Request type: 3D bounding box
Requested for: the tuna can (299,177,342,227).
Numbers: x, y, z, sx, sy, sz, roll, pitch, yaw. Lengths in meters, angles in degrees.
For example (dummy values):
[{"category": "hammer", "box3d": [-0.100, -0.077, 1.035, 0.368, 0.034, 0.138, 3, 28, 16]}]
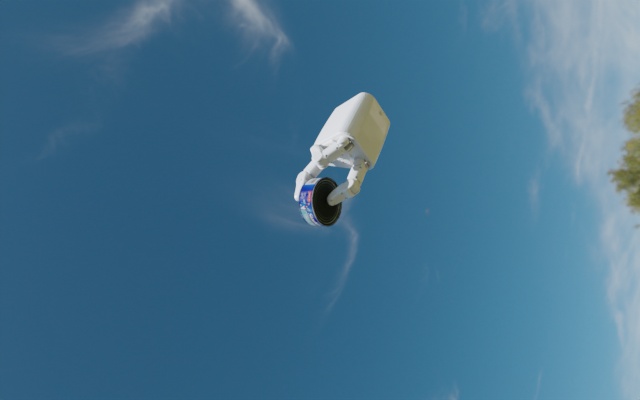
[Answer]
[{"category": "tuna can", "box3d": [0.000, 0.003, 0.836, 0.034, 0.086, 0.086, -3, -2, 38]}]
